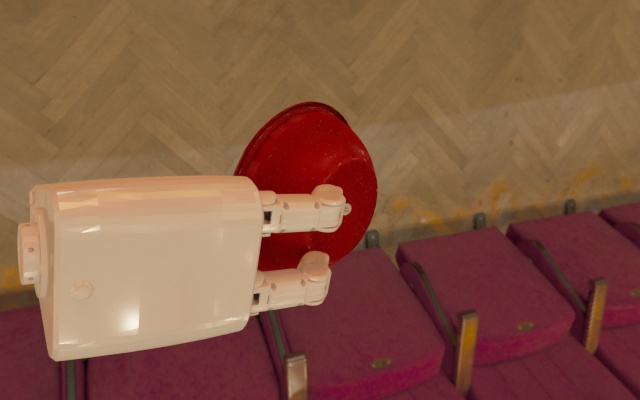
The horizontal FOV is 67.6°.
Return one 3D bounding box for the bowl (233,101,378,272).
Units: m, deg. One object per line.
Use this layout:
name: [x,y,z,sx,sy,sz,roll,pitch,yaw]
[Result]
bowl: [0.001,0.001,0.407,0.055,0.162,0.162,23,14,36]
